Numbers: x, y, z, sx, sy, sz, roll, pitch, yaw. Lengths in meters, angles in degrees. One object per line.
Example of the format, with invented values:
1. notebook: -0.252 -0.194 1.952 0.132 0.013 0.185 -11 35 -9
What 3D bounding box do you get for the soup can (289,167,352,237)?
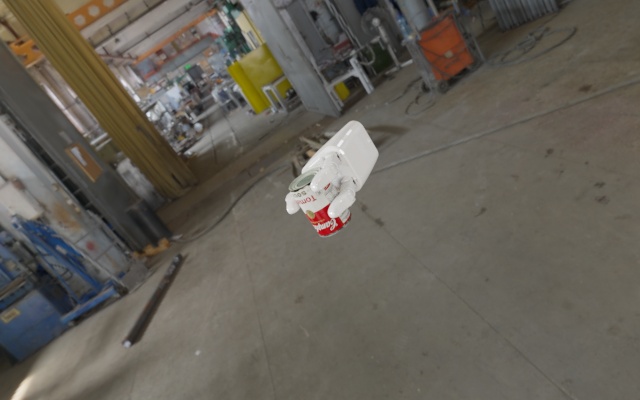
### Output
1. soup can: 0.000 0.003 0.819 0.068 0.102 0.068 -29 21 12
